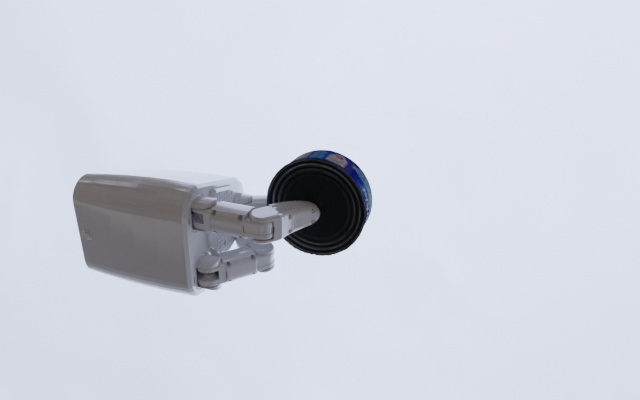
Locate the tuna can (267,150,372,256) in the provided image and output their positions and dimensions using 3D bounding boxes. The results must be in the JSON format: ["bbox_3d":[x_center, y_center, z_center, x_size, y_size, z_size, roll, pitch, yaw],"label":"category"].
[{"bbox_3d":[0.000,0.001,0.405,0.086,0.086,0.033,0,20,19],"label":"tuna can"}]
